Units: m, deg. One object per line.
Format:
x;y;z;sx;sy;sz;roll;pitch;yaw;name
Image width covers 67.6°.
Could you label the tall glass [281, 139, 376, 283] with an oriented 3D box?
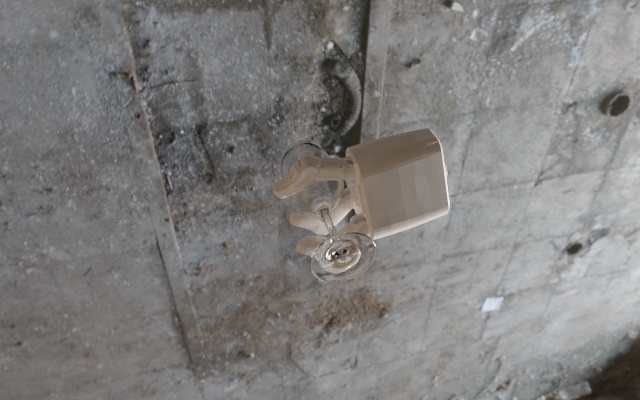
0.000;0.002;0.585;0.079;0.079;0.201;0;38;-19;tall glass
